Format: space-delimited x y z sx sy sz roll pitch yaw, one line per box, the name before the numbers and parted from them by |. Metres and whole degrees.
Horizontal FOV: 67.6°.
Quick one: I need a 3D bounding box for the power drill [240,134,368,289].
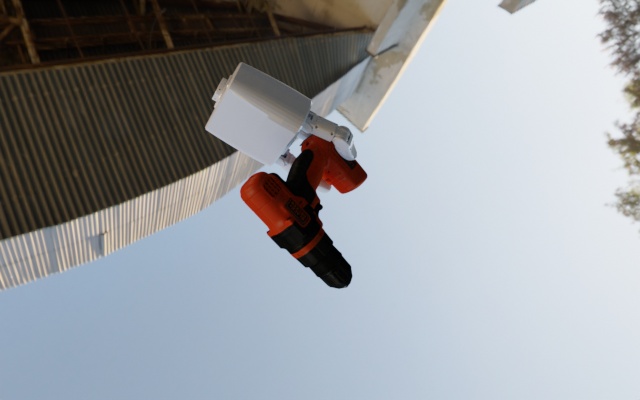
power drill | 0.000 0.002 0.640 0.057 0.184 0.187 -30 18 38
